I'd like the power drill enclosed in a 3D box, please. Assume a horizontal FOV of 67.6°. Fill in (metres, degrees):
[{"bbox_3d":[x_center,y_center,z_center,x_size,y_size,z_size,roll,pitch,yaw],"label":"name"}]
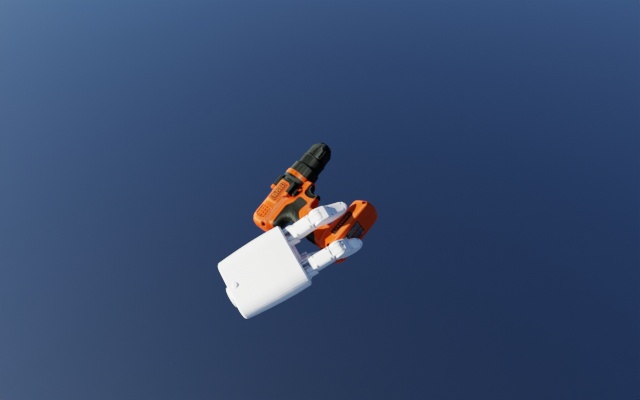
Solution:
[{"bbox_3d":[0.000,0.003,0.780,0.187,0.184,0.057,31,-10,40],"label":"power drill"}]
